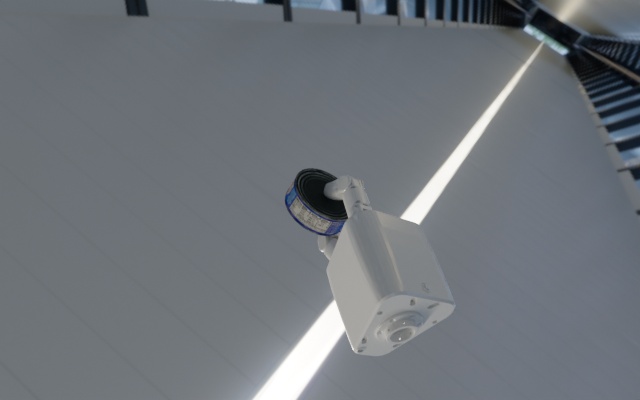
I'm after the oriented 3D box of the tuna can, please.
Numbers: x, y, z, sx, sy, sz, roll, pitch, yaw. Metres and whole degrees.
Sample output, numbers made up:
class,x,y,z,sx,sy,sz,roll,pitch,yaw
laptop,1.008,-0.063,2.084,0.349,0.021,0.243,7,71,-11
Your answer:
class,x,y,z,sx,sy,sz,roll,pitch,yaw
tuna can,0.000,0.002,0.591,0.086,0.086,0.034,0,-42,-40
